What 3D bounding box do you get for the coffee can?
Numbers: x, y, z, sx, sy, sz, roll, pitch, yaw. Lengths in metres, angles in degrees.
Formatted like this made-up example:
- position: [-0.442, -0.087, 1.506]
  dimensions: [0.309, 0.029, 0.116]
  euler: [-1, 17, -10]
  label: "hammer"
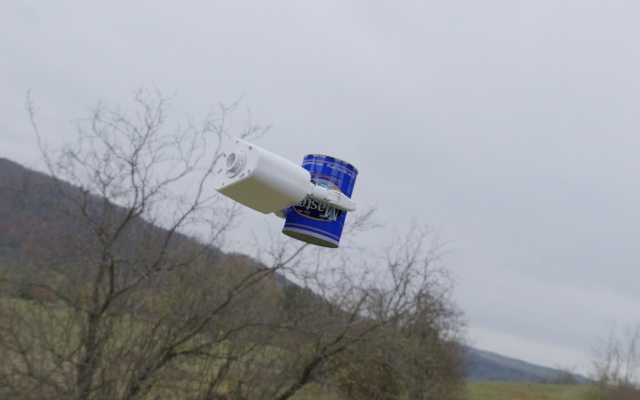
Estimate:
- position: [0.000, 0.003, 0.838]
  dimensions: [0.103, 0.140, 0.103]
  euler: [15, -12, 3]
  label: "coffee can"
